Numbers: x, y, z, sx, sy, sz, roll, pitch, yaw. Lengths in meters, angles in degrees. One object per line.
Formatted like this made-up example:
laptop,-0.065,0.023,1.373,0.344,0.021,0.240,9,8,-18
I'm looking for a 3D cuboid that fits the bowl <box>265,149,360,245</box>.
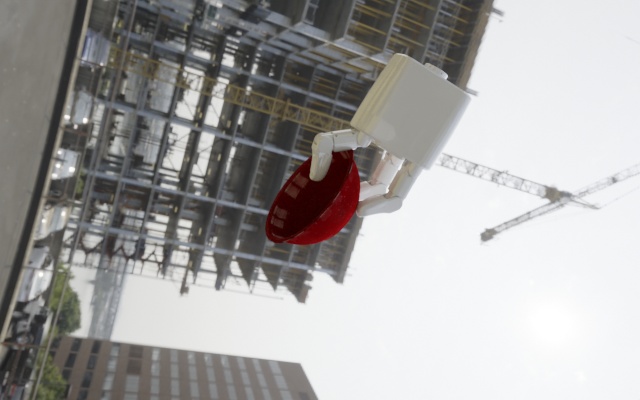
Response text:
bowl,-0.001,0.003,0.632,0.055,0.162,0.162,40,-20,-25
